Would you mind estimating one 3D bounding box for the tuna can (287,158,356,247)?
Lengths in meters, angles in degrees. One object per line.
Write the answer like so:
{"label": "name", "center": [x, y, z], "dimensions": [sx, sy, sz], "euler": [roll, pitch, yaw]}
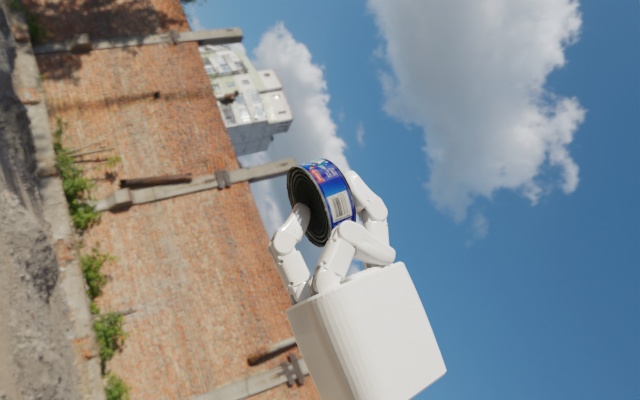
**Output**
{"label": "tuna can", "center": [0.001, 0.001, 0.482], "dimensions": [0.034, 0.086, 0.086], "euler": [-21, 8, -23]}
